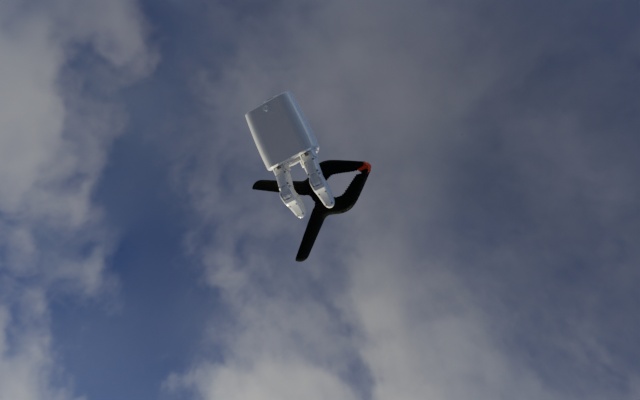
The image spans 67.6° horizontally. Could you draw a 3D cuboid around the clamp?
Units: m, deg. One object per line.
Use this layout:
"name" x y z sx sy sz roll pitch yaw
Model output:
"clamp" 0.001 0.002 0.828 0.210 0.164 0.036 -25 1 18
